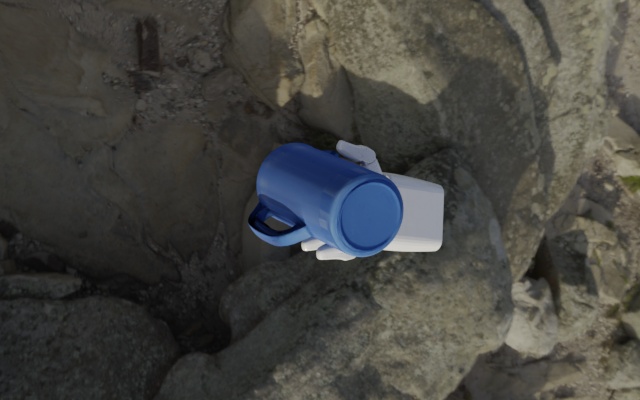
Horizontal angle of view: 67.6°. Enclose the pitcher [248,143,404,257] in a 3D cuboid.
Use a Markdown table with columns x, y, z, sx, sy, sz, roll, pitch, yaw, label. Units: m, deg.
| x | y | z | sx | sy | sz | roll | pitch | yaw | label |
| --- | --- | --- | --- | --- | --- | --- | --- | --- | --- |
| 0.000 | 0.002 | 0.683 | 0.145 | 0.149 | 0.242 | 8 | 8 | -28 | pitcher |
